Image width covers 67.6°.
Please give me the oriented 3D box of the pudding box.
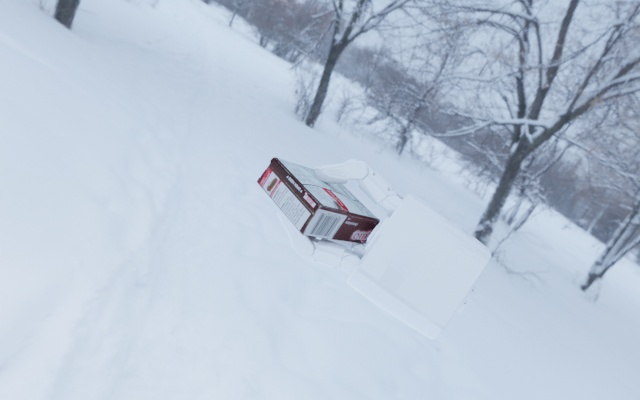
[{"bbox_3d":[0.000,0.002,0.516,0.113,0.039,0.090,16,24,-52],"label":"pudding box"}]
